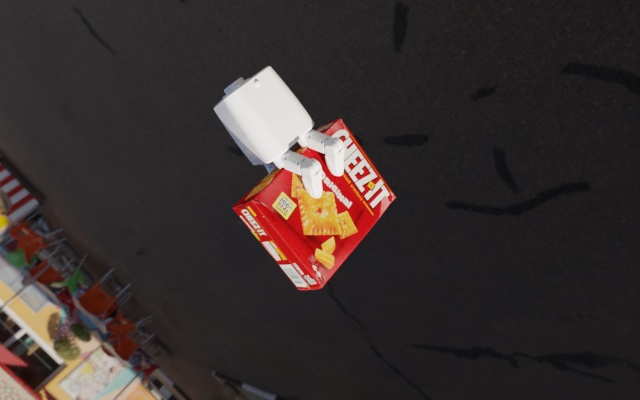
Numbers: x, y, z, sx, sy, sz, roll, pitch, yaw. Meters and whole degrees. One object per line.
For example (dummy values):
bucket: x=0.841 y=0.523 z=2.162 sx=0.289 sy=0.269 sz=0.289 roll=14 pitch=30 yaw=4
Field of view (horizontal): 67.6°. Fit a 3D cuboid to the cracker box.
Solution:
cracker box: x=0.000 y=0.002 z=0.721 sx=0.213 sy=0.164 sz=0.072 roll=-46 pitch=18 yaw=-32
